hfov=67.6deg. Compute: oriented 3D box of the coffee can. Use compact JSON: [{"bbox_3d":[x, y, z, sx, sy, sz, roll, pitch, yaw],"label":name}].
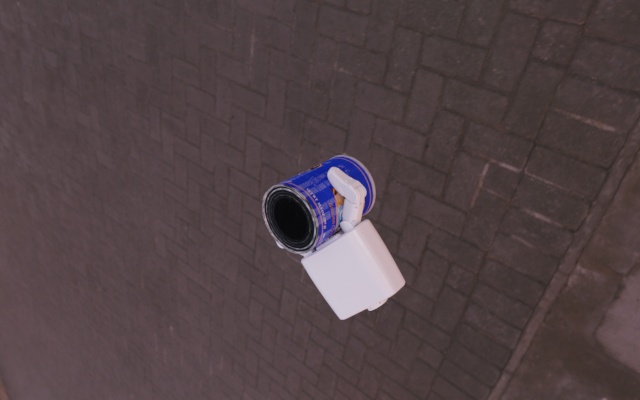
[{"bbox_3d":[0.000,0.002,0.698,0.103,0.103,0.140,0,21,42],"label":"coffee can"}]
